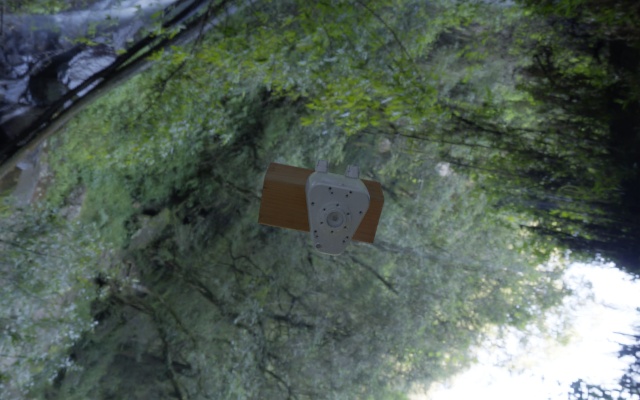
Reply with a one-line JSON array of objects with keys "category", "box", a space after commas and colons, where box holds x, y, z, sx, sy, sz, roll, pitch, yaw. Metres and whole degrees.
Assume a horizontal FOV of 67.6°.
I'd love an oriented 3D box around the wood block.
[{"category": "wood block", "box": [0.000, 0.003, 0.858, 0.206, 0.091, 0.090, 11, 22, -3]}]
